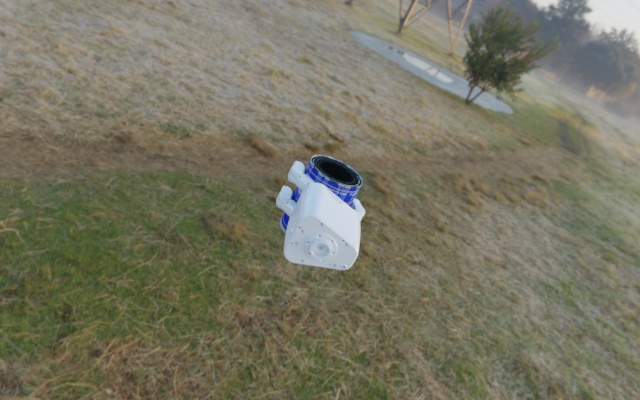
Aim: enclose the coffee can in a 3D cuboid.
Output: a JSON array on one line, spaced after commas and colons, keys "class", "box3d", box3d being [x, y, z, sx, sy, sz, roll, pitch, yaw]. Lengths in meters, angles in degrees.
[{"class": "coffee can", "box3d": [0.000, 0.003, 0.862, 0.103, 0.140, 0.102, 22, 26, -11]}]
